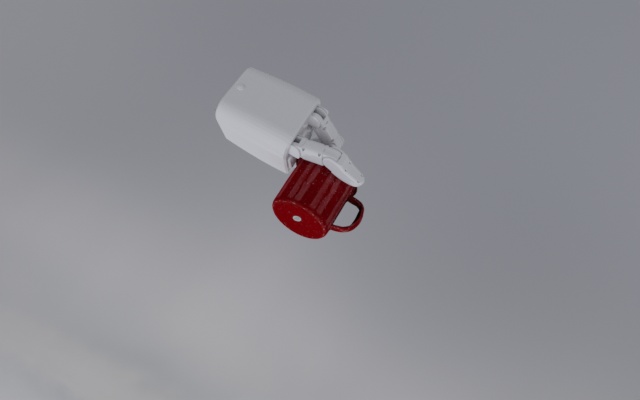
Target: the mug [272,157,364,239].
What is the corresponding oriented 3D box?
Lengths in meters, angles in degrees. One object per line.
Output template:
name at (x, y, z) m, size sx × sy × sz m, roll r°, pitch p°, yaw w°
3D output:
mug at (0.001, 0.003, 0.625) m, size 0.117 × 0.081 × 0.093 m, roll 29°, pitch -29°, yaw 5°
